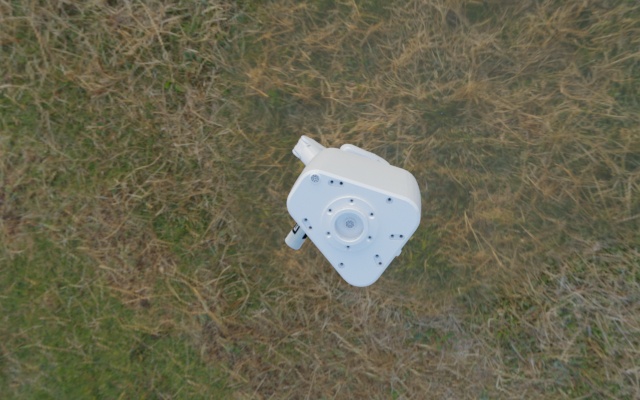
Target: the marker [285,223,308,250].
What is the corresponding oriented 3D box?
[{"bbox_3d":[0.000,0.002,0.522,0.020,0.121,0.020,31,17,-10],"label":"marker"}]
